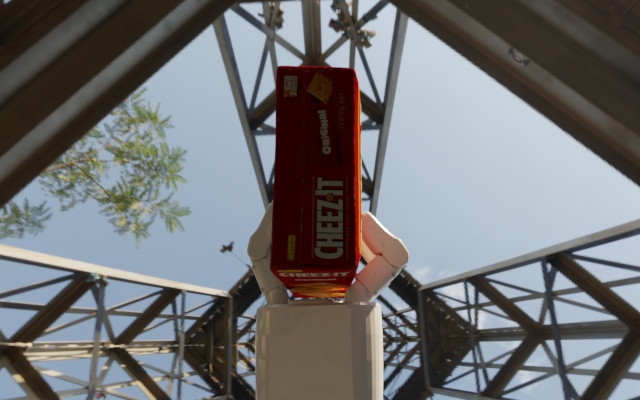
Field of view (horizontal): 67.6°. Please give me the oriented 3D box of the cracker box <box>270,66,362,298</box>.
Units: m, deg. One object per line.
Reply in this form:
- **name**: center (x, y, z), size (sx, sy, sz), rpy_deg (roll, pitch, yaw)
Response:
- **cracker box**: center (0.000, 0.002, 0.452), size (0.072, 0.164, 0.214), rpy_deg (0, -17, 1)
